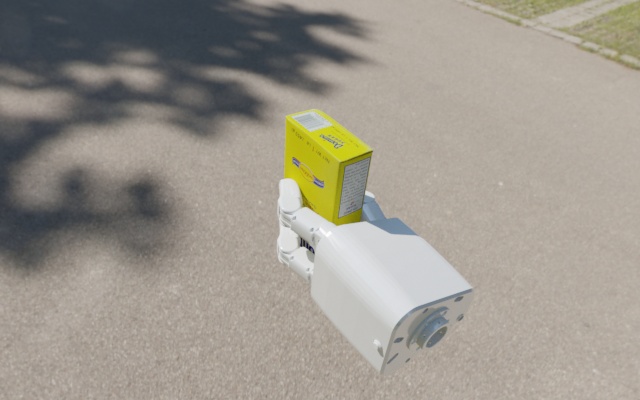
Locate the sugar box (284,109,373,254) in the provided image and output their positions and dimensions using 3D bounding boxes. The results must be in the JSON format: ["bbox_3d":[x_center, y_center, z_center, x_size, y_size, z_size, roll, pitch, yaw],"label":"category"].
[{"bbox_3d":[0.000,0.002,0.508,0.048,0.176,0.093,-20,46,-30],"label":"sugar box"}]
